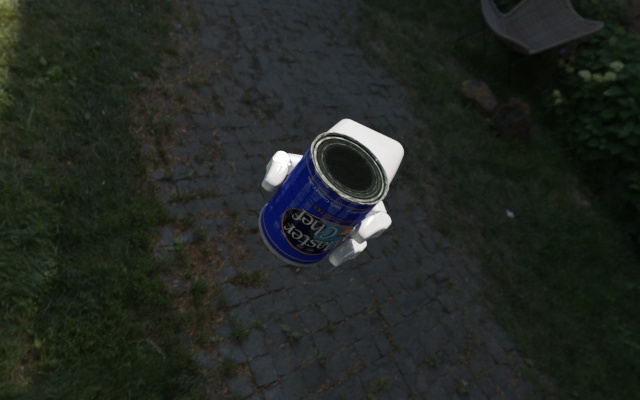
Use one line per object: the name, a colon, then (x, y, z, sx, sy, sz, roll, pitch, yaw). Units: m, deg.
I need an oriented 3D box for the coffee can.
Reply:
coffee can: (0.000, 0.002, 0.576, 0.103, 0.102, 0.140, 0, -34, -36)
